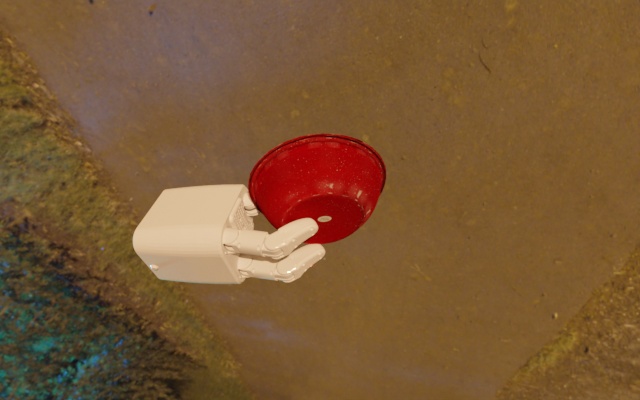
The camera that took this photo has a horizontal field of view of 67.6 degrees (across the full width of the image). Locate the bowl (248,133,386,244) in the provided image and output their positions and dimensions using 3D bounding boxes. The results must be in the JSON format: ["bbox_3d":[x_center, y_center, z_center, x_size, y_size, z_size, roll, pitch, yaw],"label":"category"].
[{"bbox_3d":[0.001,0.002,0.539,0.162,0.055,0.162,-5,-39,-4],"label":"bowl"}]
